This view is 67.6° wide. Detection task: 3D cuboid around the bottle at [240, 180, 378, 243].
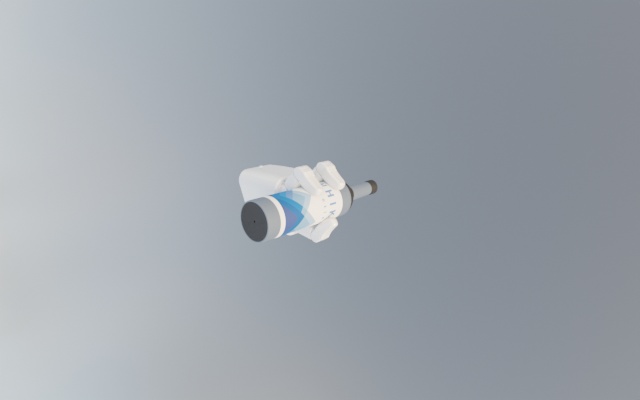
[{"bbox_3d":[0.000,0.003,0.817,0.069,0.069,0.295,0,11,44],"label":"bottle"}]
